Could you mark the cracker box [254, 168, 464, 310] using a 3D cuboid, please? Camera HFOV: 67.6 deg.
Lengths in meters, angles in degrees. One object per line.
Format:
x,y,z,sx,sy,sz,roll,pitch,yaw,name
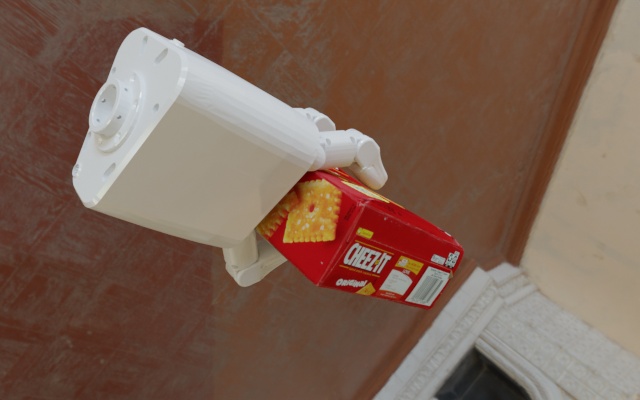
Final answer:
0.000,0.002,0.424,0.164,0.072,0.213,23,11,-47,cracker box
